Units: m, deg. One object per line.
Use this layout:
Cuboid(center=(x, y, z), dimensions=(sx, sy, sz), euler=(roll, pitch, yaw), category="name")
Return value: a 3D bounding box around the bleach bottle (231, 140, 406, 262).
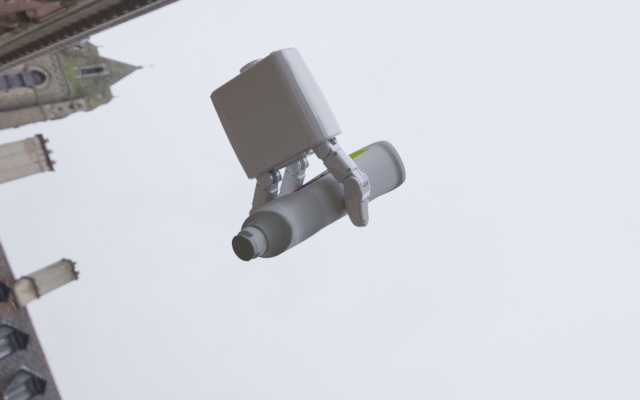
Cuboid(center=(0.000, 0.002, 0.545), dimensions=(0.102, 0.068, 0.250), euler=(-24, 5, 39), category="bleach bottle")
